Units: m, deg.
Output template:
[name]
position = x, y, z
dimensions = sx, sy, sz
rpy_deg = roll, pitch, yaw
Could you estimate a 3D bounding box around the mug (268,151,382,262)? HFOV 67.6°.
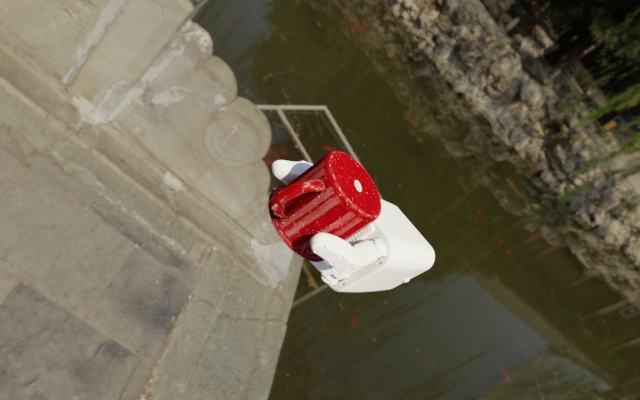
[mug]
position = -0.001, 0.001, 0.478
dimensions = 0.081, 0.093, 0.117
rpy_deg = -36, -30, 29
